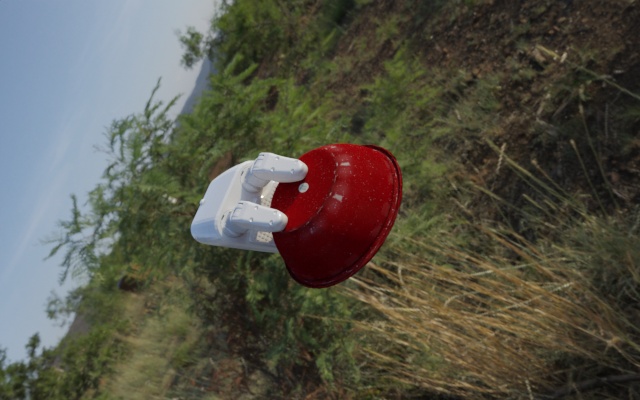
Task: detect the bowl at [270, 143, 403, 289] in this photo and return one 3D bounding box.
[{"bbox_3d":[0.001,0.001,0.470,0.055,0.162,0.162,34,-21,-34],"label":"bowl"}]
